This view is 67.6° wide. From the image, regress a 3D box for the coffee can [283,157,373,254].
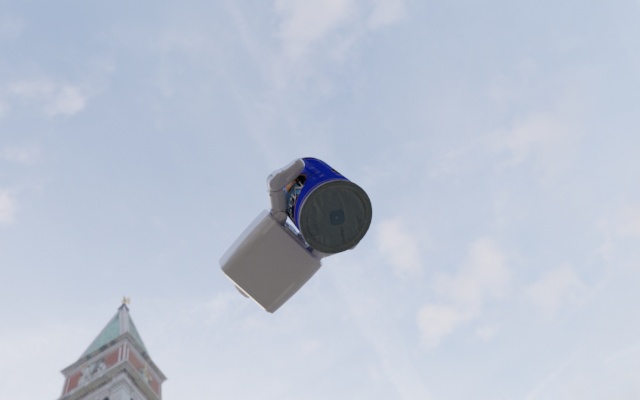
[{"bbox_3d":[0.000,0.002,0.689,0.103,0.103,0.140,0,18,-19],"label":"coffee can"}]
